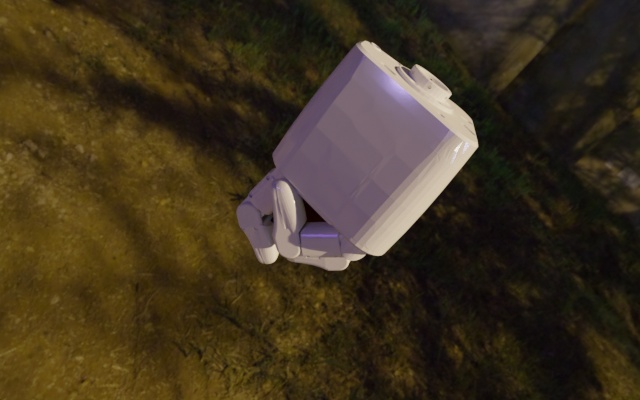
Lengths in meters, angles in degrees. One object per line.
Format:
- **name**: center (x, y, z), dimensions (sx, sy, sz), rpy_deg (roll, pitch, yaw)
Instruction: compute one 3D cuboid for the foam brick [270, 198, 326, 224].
- **foam brick**: center (0.000, 0.001, 0.421), dimensions (0.053, 0.051, 0.078), rpy_deg (37, 26, -3)
